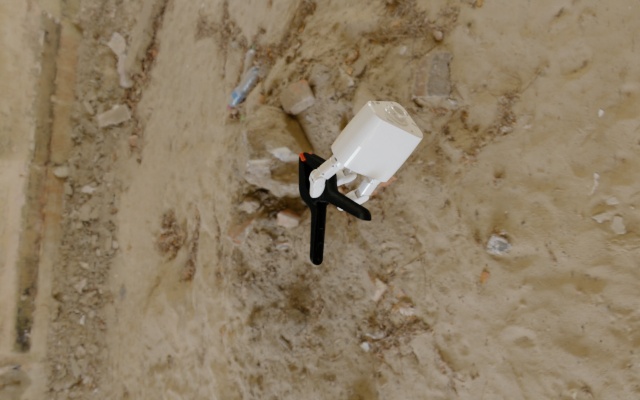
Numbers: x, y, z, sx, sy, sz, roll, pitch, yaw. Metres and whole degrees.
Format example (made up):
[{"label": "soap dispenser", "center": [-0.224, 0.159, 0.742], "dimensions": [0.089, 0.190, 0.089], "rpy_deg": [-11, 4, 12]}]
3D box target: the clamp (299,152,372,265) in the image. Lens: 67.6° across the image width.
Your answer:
[{"label": "clamp", "center": [-0.001, 0.002, 0.877], "dimensions": [0.036, 0.210, 0.165], "rpy_deg": [5, -44, -40]}]
